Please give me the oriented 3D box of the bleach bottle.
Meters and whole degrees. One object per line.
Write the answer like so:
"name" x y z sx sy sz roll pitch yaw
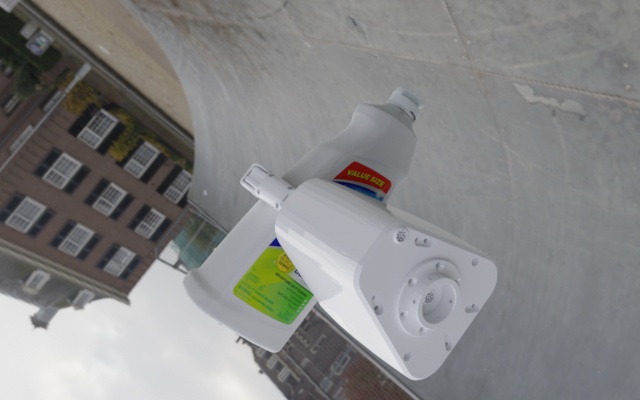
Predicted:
"bleach bottle" 0.000 0.001 0.413 0.103 0.251 0.068 41 -7 -30
